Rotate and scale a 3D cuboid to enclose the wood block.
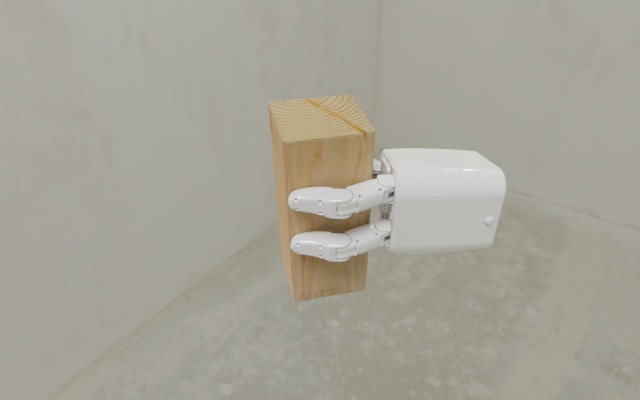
[{"bbox_3d":[0.000,0.001,0.522,0.090,0.206,0.090,-8,36,-10],"label":"wood block"}]
